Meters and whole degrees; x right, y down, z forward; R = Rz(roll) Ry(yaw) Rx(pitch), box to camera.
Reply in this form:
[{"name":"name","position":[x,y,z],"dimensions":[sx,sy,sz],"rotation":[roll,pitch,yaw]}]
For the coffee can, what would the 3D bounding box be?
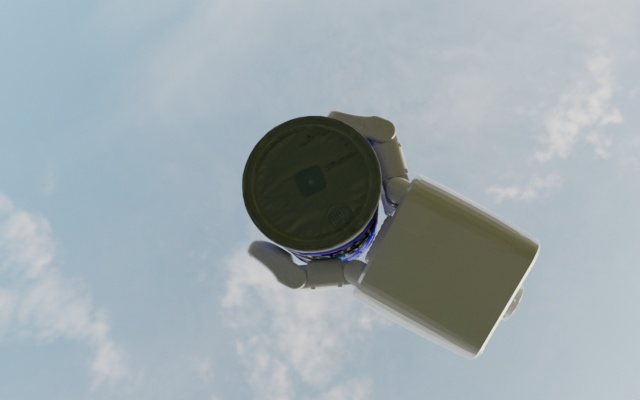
[{"name":"coffee can","position":[0.000,0.001,0.412],"dimensions":[0.103,0.102,0.140],"rotation":[0,-13,6]}]
